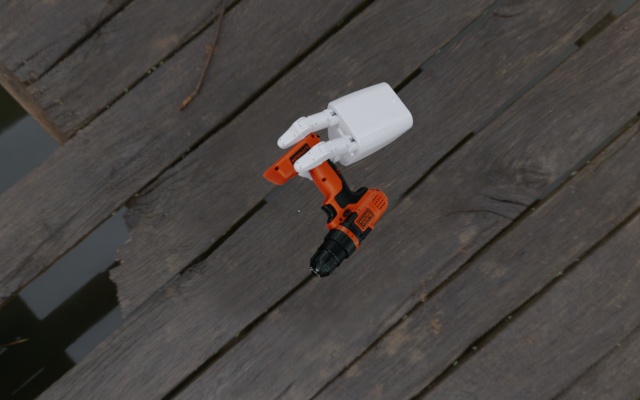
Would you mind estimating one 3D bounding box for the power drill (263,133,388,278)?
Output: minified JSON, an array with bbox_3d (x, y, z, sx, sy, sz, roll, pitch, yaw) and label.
[{"bbox_3d":[0.000,0.002,0.753,0.184,0.188,0.057,-47,11,-30],"label":"power drill"}]
